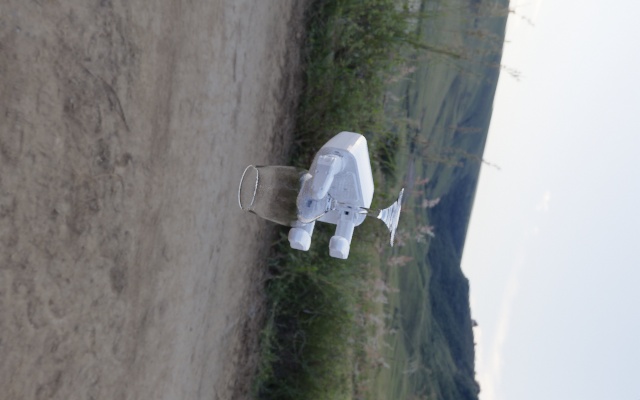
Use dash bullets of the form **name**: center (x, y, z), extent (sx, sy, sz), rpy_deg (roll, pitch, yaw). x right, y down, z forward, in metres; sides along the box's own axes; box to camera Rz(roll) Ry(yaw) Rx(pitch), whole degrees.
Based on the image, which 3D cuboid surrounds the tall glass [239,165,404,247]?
- **tall glass**: center (0.001, 0.002, 0.611), extent (0.201, 0.079, 0.079), rpy_deg (11, 2, 11)
